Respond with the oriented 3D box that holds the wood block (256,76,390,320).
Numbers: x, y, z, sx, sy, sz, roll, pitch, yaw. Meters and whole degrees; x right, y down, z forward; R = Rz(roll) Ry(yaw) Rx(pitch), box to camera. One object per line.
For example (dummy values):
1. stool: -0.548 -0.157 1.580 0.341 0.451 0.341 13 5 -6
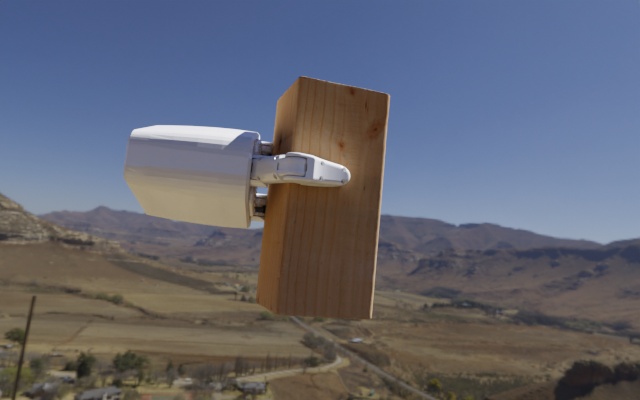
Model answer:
1. wood block: 0.000 0.001 0.457 0.090 0.206 0.091 7 -6 -18
